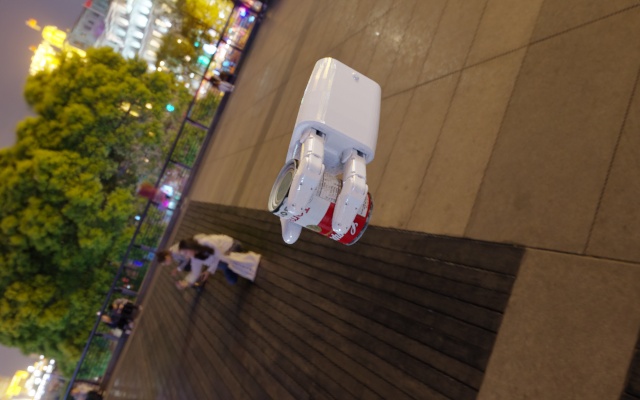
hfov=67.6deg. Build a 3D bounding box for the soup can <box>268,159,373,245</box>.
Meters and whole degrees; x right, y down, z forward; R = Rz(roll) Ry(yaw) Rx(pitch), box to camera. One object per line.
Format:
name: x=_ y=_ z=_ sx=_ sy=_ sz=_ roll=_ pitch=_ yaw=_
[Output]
soup can: x=0.000 y=0.002 z=0.547 sx=0.102 sy=0.068 sz=0.068 roll=24 pitch=-9 yaw=-20
